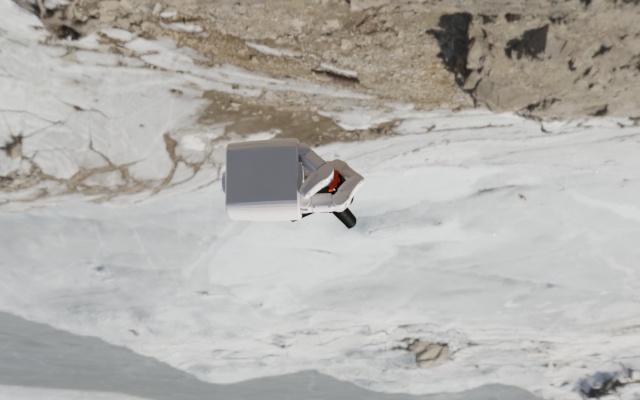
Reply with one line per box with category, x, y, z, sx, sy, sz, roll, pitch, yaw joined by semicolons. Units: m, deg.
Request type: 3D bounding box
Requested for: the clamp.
clamp;0.000;0.003;0.773;0.120;0.039;0.172;-2;-28;2
